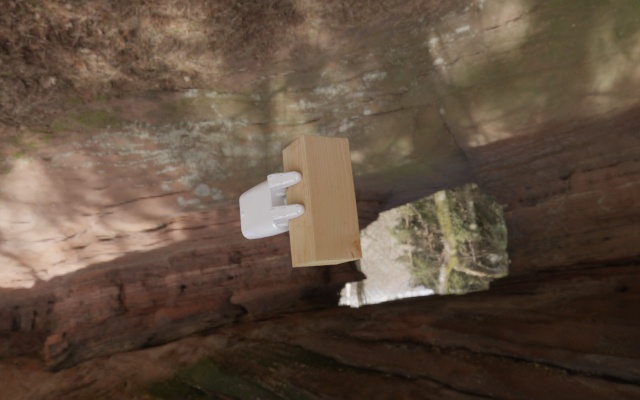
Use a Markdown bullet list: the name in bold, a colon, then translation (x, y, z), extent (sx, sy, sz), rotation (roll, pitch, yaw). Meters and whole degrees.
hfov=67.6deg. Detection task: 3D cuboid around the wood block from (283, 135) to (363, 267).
- **wood block**: translation (0.000, 0.003, 0.811), extent (0.091, 0.206, 0.090), rotation (0, -13, -28)
